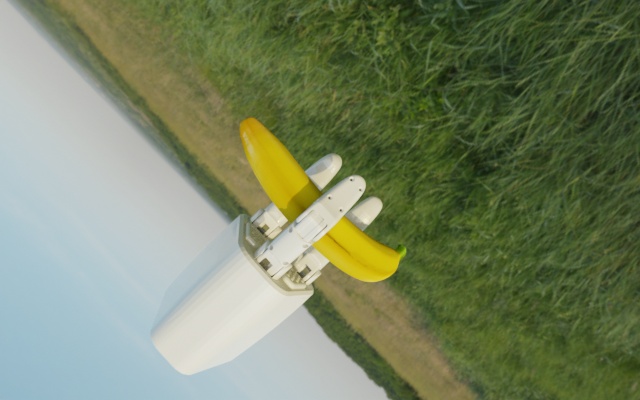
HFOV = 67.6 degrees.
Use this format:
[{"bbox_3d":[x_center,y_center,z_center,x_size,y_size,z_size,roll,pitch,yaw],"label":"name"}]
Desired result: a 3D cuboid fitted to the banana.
[{"bbox_3d":[0.003,0.013,0.398,0.037,0.198,0.069,-40,23,19],"label":"banana"}]
